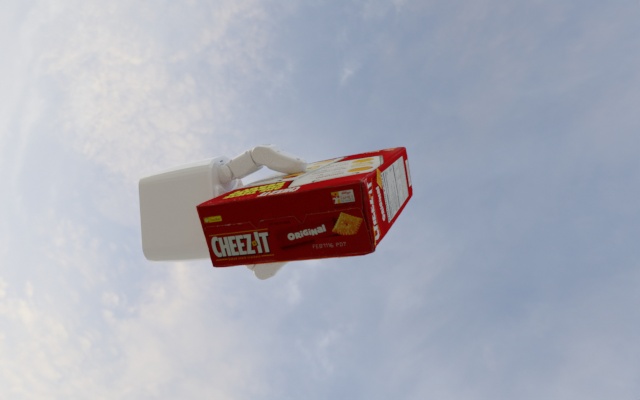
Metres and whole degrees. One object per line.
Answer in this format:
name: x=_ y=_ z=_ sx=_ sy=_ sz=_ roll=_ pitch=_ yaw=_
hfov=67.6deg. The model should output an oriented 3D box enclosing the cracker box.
cracker box: x=0.000 y=0.001 z=0.511 sx=0.164 sy=0.072 sz=0.213 roll=-9 pitch=11 yaw=21
